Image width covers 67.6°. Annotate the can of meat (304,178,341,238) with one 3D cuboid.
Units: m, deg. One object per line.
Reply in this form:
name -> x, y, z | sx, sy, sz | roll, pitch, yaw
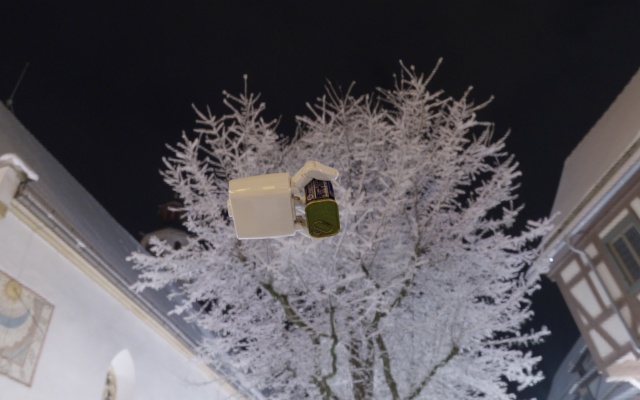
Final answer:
can of meat -> 0.000, 0.002, 0.850 | 0.057, 0.083, 0.102 | -8, -40, 0
